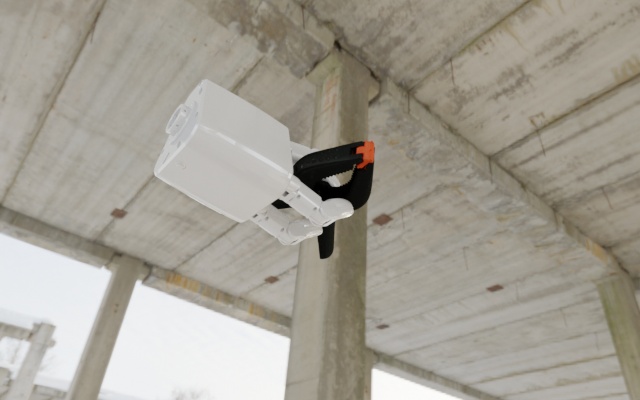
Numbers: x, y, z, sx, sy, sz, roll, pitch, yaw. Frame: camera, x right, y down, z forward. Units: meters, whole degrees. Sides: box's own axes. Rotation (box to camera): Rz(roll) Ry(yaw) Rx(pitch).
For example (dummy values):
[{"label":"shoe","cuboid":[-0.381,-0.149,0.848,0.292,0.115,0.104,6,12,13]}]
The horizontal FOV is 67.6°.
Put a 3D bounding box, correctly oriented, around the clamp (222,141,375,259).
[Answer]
[{"label":"clamp","cuboid":[0.000,0.001,0.563,0.164,0.036,0.210,31,-44,-28]}]
